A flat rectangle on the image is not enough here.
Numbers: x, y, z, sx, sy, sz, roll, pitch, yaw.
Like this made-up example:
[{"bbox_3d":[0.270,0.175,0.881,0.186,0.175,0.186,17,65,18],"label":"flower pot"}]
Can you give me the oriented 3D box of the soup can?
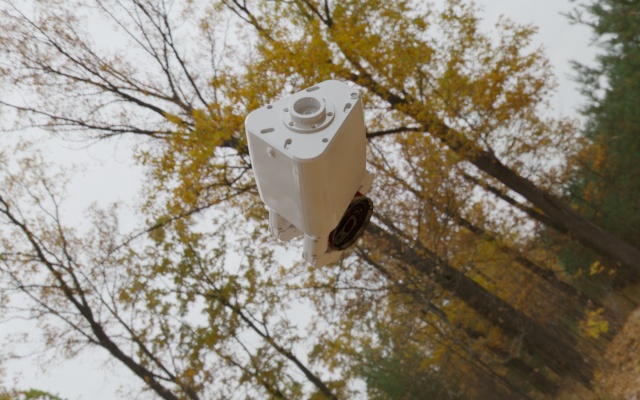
[{"bbox_3d":[0.000,0.002,0.547,0.102,0.068,0.068,35,18,29],"label":"soup can"}]
